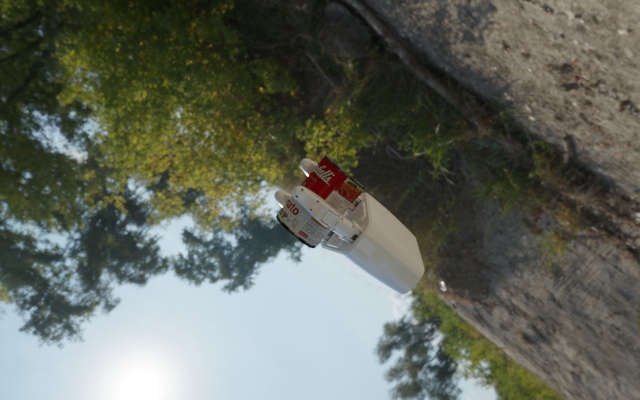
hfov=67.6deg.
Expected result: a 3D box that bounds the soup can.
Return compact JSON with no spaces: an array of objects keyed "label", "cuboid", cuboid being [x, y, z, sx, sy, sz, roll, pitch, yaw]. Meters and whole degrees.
[{"label":"soup can","cuboid":[0.000,0.002,0.609,0.068,0.102,0.068,40,5,-4]}]
